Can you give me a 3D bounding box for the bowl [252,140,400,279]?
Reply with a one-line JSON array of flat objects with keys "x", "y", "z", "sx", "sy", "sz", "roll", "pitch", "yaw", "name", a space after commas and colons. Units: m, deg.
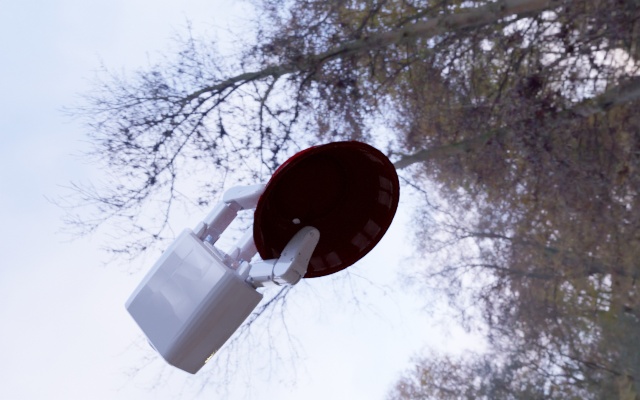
[{"x": 0.001, "y": 0.001, "z": 0.496, "sx": 0.162, "sy": 0.162, "sz": 0.055, "roll": 0, "pitch": 31, "yaw": -27, "name": "bowl"}]
